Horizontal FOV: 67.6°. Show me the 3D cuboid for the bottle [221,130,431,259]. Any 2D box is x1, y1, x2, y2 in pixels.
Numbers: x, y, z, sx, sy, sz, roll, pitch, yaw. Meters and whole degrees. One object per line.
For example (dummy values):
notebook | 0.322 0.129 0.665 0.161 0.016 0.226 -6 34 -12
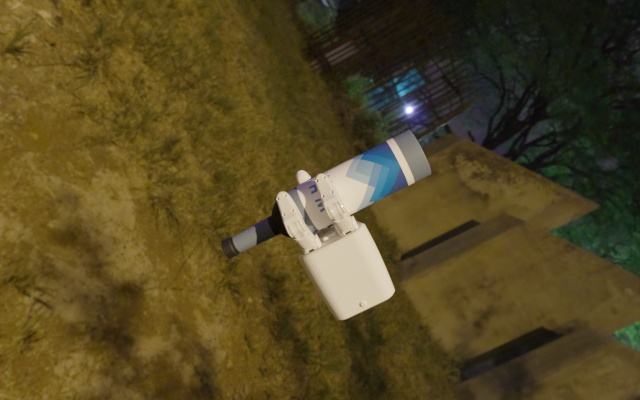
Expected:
bottle | 0.000 0.002 0.644 0.296 0.069 0.069 -27 -3 6
